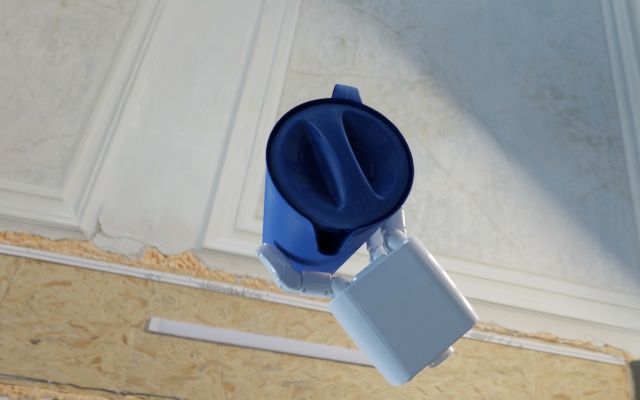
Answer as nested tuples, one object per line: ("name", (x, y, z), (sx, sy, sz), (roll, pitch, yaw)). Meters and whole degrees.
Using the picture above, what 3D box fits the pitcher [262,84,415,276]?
("pitcher", (0.000, 0.002, 0.523), (0.149, 0.145, 0.243), (-35, -13, -23))
